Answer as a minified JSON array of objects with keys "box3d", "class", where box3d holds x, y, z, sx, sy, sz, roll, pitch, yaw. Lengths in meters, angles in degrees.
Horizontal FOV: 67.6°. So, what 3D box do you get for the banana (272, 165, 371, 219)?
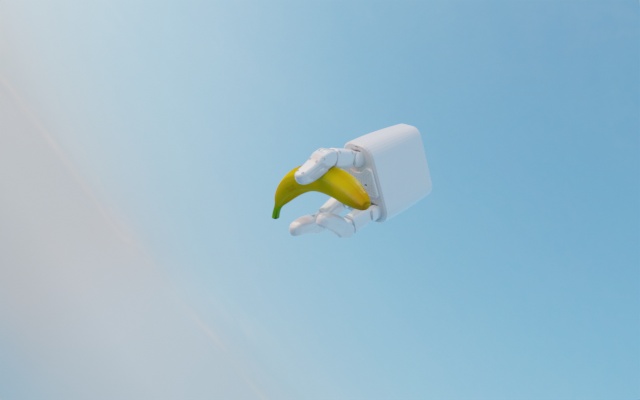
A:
[{"box3d":[-0.006,-0.016,0.632,0.037,0.069,0.198,-14,4,-38],"class":"banana"}]
